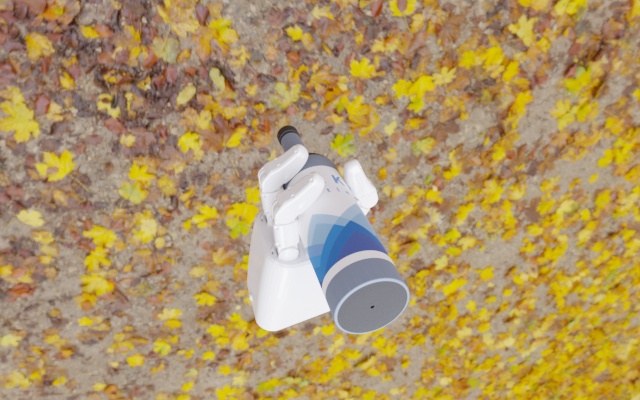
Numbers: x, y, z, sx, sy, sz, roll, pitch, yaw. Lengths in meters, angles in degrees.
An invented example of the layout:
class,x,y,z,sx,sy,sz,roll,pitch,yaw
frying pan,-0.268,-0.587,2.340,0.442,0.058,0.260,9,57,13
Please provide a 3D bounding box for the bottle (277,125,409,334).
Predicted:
class,x,y,z,sx,sy,sz,roll,pitch,yaw
bottle,0.000,0.002,0.502,0.069,0.069,0.295,0,36,-21
